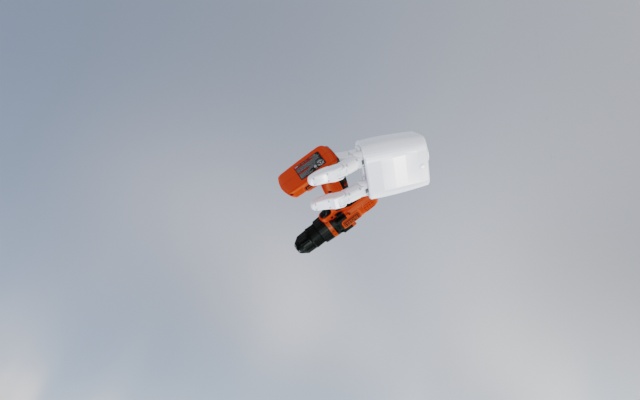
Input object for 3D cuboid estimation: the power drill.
[{"bbox_3d":[0.000,0.002,0.857,0.057,0.184,0.188,52,0,40],"label":"power drill"}]
